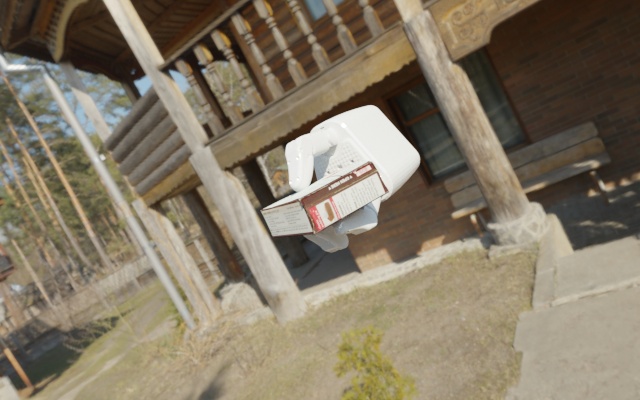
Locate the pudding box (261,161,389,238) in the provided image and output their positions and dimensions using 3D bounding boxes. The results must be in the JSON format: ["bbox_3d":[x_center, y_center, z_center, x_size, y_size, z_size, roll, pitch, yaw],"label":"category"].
[{"bbox_3d":[0.000,0.001,0.482,0.090,0.039,0.113,-29,5,-25],"label":"pudding box"}]
